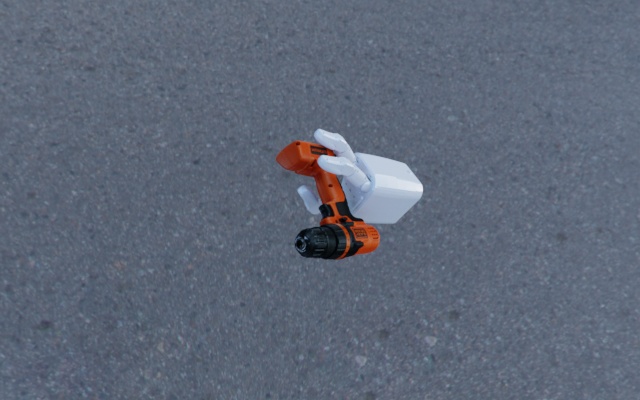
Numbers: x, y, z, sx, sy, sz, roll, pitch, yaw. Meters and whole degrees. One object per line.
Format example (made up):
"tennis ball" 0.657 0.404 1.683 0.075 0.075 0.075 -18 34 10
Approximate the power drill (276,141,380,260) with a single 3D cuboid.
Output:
"power drill" 0.000 0.002 0.724 0.057 0.187 0.184 -34 -21 29
